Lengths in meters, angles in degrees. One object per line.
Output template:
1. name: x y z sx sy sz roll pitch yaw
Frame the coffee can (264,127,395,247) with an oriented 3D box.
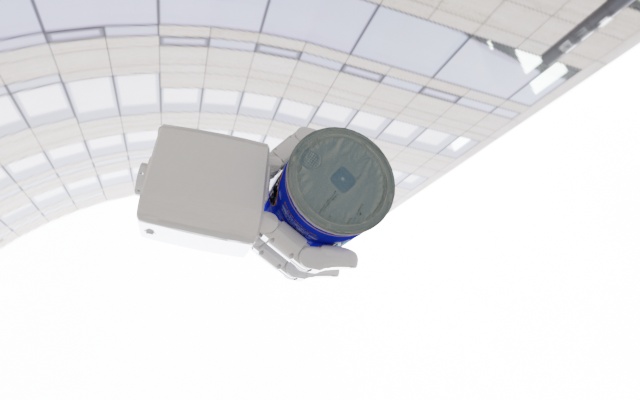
1. coffee can: 0.000 0.002 0.489 0.103 0.102 0.140 0 -18 -18
